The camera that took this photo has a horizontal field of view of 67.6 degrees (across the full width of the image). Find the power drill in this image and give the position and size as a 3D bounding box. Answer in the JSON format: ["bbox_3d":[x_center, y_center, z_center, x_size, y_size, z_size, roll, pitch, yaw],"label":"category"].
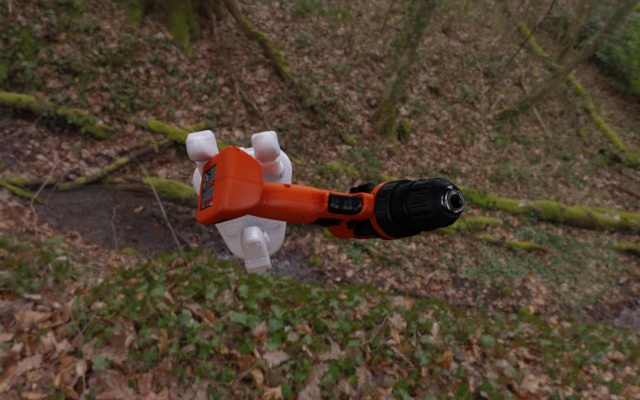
[{"bbox_3d":[0.000,0.001,0.409,0.188,0.057,0.184,10,-13,-25],"label":"power drill"}]
